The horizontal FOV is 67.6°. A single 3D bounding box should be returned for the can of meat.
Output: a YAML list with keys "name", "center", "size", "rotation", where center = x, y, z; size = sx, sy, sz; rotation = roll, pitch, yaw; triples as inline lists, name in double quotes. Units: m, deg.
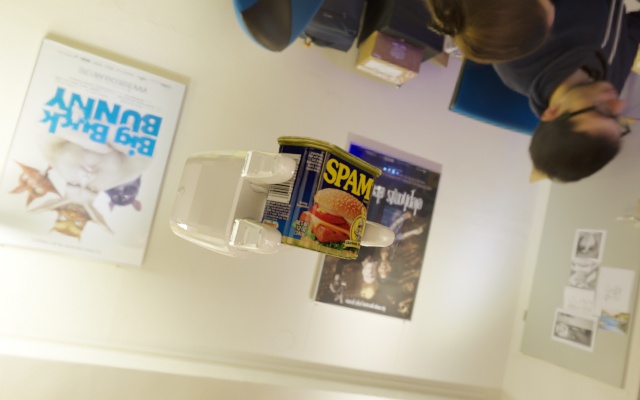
- name: "can of meat"
  center: [0.000, 0.002, 0.406]
  size: [0.057, 0.084, 0.102]
  rotation: [9, -7, 39]
